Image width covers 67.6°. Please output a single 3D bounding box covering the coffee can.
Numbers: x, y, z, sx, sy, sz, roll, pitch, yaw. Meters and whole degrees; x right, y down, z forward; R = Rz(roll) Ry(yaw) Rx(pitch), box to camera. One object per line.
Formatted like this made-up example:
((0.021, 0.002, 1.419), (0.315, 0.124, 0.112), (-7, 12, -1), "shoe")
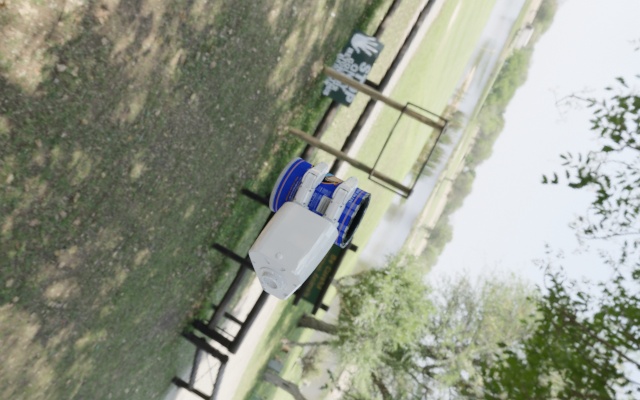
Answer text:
((0.000, 0.002, 0.803), (0.140, 0.103, 0.103), (27, 7, 13), "coffee can")
